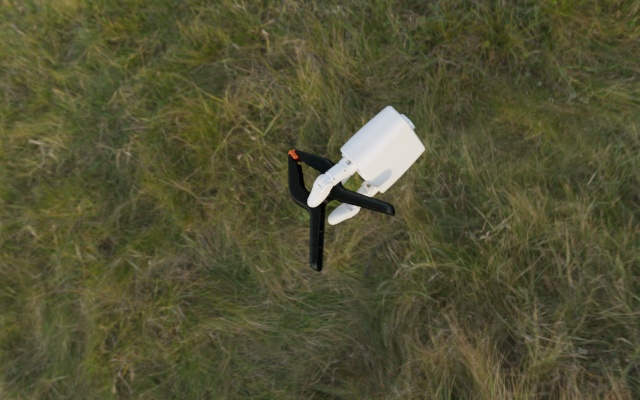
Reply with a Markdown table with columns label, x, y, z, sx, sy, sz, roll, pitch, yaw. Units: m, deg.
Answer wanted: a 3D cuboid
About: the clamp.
| label | x | y | z | sx | sy | sz | roll | pitch | yaw |
| --- | --- | --- | --- | --- | --- | --- | --- | --- | --- |
| clamp | 0.000 | 0.002 | 0.800 | 0.210 | 0.164 | 0.036 | 49 | 6 | 24 |
